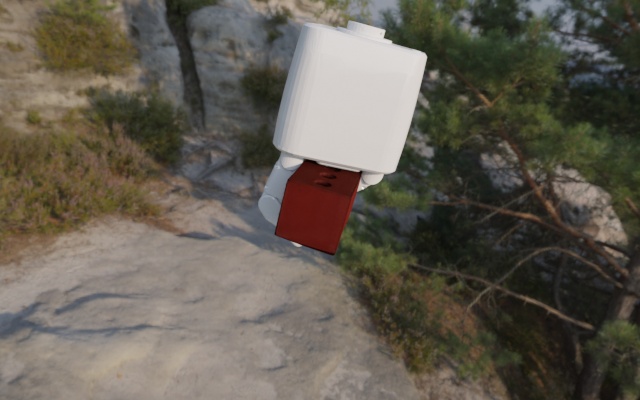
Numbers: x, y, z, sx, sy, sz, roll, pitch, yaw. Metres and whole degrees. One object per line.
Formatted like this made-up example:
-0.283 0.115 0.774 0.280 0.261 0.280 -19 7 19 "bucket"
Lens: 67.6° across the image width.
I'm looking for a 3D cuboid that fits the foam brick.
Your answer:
0.000 0.002 0.404 0.053 0.051 0.078 18 21 5 "foam brick"
